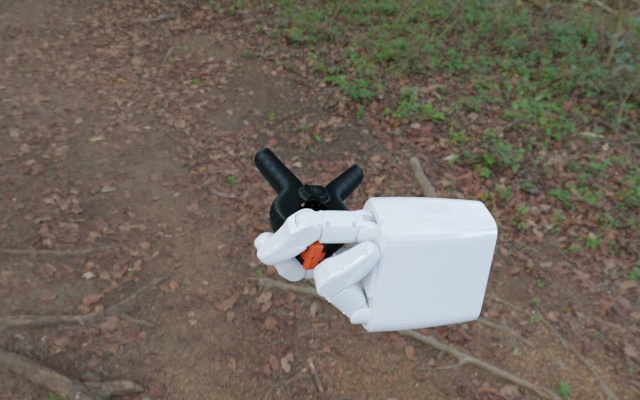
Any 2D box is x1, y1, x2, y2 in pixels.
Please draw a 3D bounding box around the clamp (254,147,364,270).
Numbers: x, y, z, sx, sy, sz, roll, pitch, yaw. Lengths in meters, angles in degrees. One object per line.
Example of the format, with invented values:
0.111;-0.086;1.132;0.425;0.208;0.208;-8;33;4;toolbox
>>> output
0.000;0.001;0.472;0.120;0.039;0.171;0;38;-13;clamp
